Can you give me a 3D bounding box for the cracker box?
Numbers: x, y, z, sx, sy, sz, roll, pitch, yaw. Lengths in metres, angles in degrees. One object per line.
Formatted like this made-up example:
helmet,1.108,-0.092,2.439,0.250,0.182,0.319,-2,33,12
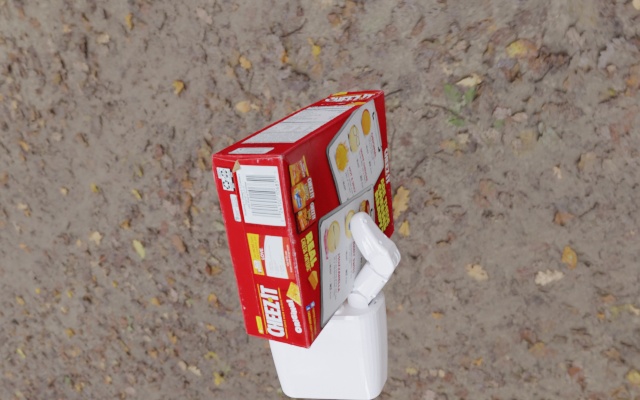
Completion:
cracker box,0.000,0.002,0.445,0.072,0.164,0.213,4,25,26
